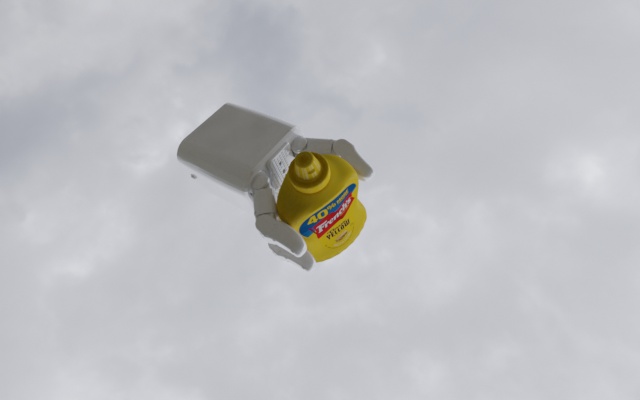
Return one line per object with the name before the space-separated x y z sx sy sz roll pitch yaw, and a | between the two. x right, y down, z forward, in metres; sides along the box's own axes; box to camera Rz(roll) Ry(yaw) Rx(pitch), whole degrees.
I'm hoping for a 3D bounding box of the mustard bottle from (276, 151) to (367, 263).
mustard bottle | 0.000 0.002 0.526 0.096 0.058 0.192 -37 -26 -8
